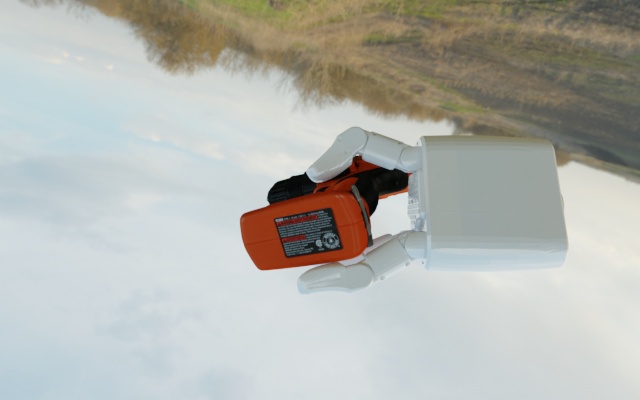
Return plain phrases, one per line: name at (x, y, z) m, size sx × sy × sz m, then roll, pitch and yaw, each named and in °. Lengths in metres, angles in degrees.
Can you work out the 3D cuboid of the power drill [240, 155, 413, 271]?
power drill at (0.000, 0.002, 0.459) m, size 0.184 × 0.057 × 0.187 m, roll -14°, pitch 13°, yaw 24°
